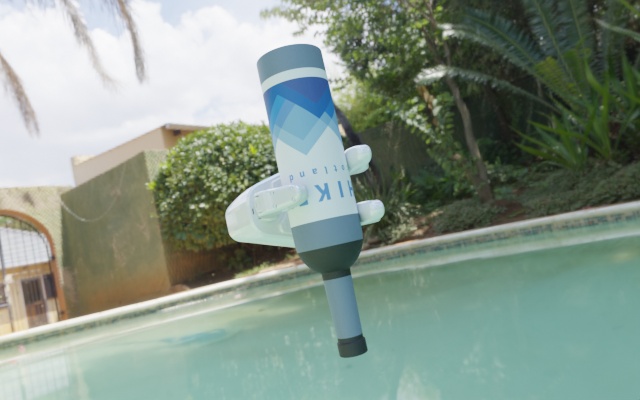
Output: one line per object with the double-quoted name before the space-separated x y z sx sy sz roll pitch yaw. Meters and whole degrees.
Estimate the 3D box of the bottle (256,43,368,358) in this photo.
"bottle" 0.000 0.001 0.463 0.069 0.295 0.069 -12 -5 -1
